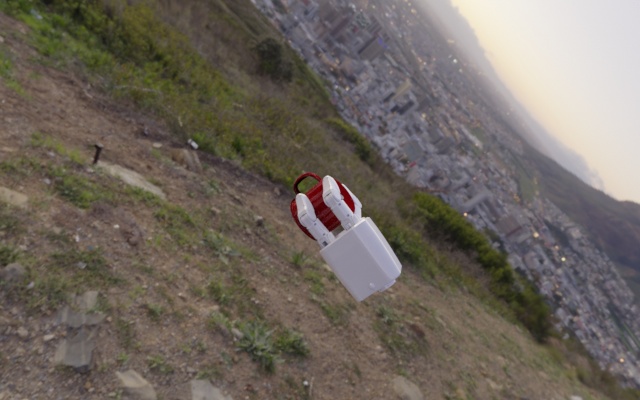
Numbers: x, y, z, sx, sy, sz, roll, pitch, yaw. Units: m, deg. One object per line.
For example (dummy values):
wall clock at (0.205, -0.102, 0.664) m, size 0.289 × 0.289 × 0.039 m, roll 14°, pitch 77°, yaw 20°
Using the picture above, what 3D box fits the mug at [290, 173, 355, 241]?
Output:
mug at (-0.001, 0.001, 0.846) m, size 0.081 × 0.117 × 0.093 m, roll -38°, pitch -4°, yaw 24°
